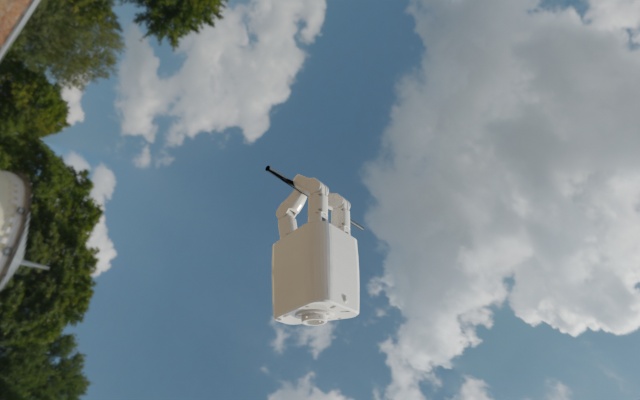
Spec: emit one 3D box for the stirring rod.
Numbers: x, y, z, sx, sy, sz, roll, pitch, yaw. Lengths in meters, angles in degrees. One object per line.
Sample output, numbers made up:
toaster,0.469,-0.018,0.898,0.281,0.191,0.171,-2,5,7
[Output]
stirring rod,0.000,0.002,0.723,0.011,0.011,0.240,0,-22,39
